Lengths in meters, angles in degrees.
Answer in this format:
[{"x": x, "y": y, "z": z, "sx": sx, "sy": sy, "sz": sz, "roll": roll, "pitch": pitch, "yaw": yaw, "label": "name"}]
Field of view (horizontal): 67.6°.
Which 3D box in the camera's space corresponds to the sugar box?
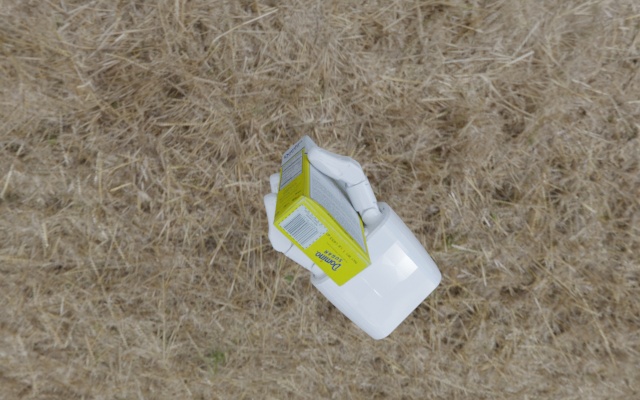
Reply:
[{"x": 0.000, "y": 0.002, "z": 0.498, "sx": 0.048, "sy": 0.093, "sz": 0.176, "roll": -39, "pitch": 19, "yaw": 13, "label": "sugar box"}]
